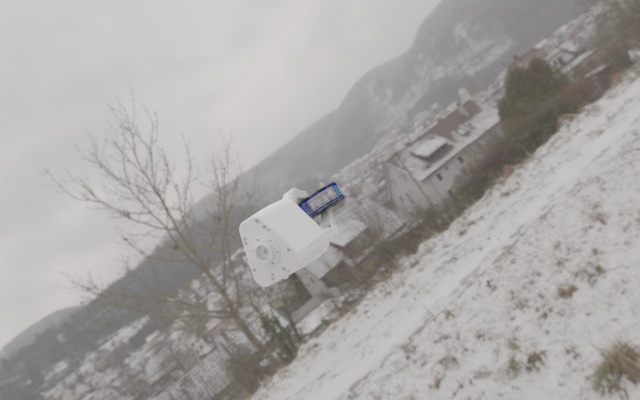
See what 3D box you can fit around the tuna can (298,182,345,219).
[{"bbox_3d":[0.000,0.002,0.862,0.086,0.034,0.086,-32,-5,-3],"label":"tuna can"}]
